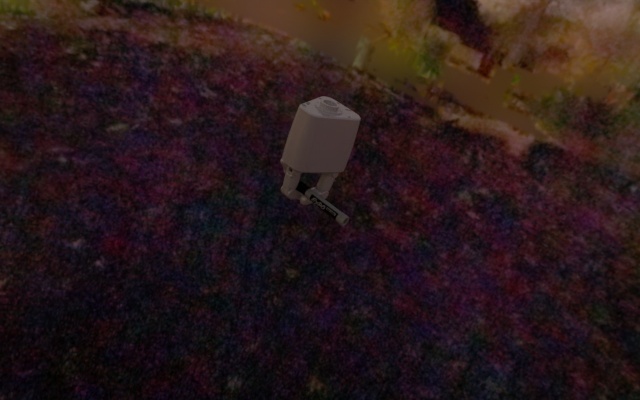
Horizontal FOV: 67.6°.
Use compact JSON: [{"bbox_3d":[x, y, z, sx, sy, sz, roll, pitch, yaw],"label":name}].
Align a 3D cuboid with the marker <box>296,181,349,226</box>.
[{"bbox_3d":[0.000,0.003,0.831,0.121,0.020,0.020,38,20,28],"label":"marker"}]
